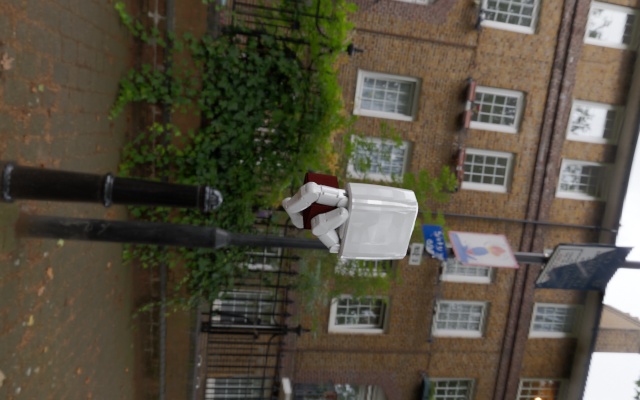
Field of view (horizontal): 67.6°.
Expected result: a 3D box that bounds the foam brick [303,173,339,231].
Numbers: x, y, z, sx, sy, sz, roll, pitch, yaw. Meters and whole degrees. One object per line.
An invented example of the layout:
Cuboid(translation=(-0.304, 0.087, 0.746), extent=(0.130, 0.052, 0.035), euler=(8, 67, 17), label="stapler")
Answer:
Cuboid(translation=(0.000, 0.002, 0.744), extent=(0.051, 0.053, 0.078), euler=(4, 44, -11), label="foam brick")
